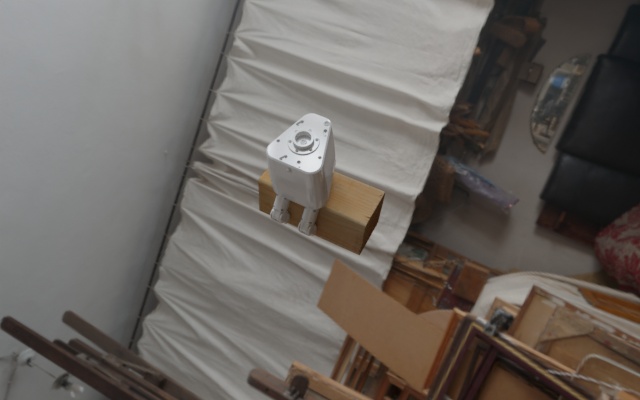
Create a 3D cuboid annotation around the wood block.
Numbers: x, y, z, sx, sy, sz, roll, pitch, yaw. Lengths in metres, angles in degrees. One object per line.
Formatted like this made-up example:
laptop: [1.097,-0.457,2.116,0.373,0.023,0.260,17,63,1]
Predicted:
wood block: [0.000,0.002,0.862,0.206,0.090,0.090,23,51,15]
